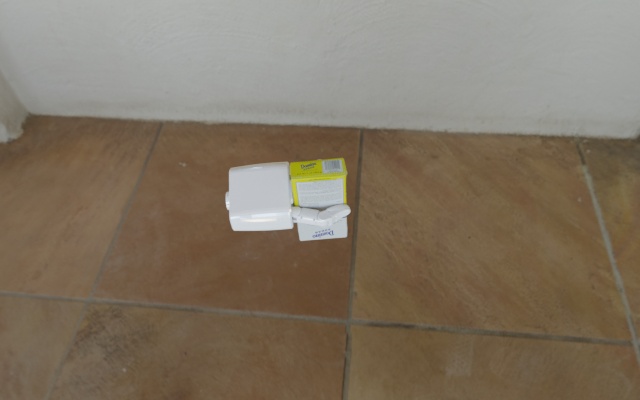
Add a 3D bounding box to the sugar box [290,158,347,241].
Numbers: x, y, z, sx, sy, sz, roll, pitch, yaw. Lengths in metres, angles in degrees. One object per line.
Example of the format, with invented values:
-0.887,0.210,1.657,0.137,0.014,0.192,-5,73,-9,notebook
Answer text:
0.000,0.002,0.850,0.093,0.048,0.176,-4,-37,-1,sugar box
